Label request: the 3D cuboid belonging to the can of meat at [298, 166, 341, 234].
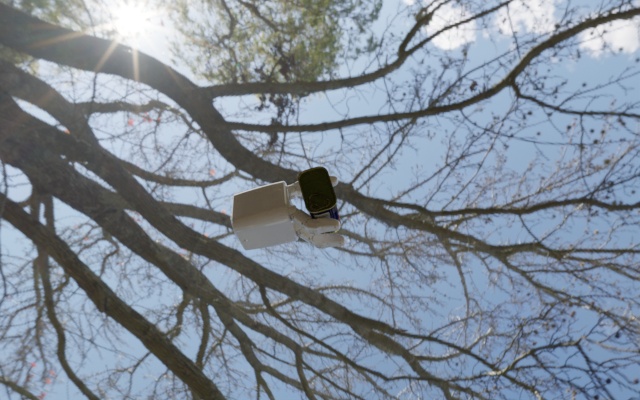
[{"bbox_3d":[0.000,0.003,0.887,0.057,0.102,0.084,-16,-38,-1],"label":"can of meat"}]
